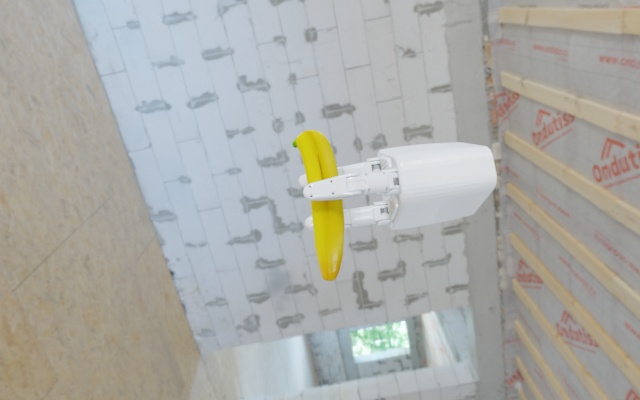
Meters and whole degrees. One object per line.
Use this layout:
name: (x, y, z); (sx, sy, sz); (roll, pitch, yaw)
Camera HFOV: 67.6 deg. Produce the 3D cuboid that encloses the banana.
banana: (0.001, -0.011, 0.540); (0.037, 0.197, 0.070); (-6, -31, -11)
